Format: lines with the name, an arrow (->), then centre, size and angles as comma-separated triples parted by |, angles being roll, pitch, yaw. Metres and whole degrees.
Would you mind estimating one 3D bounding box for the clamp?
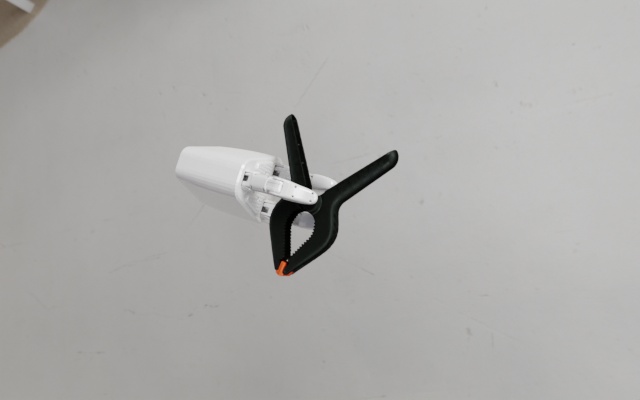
clamp -> -0.001, 0.002, 0.614 | 0.164, 0.210, 0.036 | 15, -4, 21
